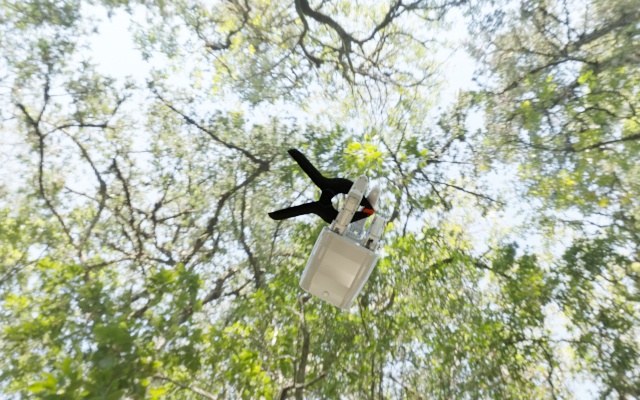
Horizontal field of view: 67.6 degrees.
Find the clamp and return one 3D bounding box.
[{"bbox_3d":[0.000,0.002,0.781,0.171,0.120,0.039,26,8,3],"label":"clamp"}]
